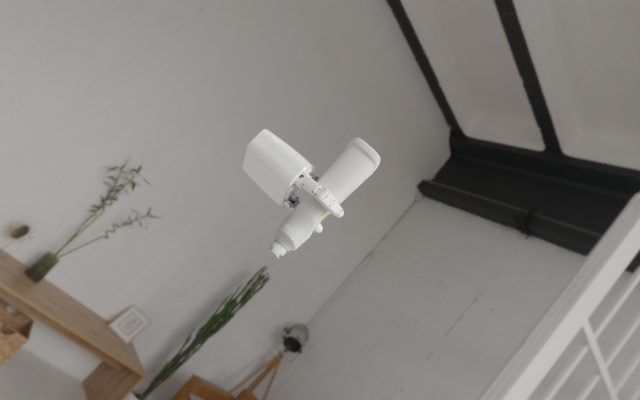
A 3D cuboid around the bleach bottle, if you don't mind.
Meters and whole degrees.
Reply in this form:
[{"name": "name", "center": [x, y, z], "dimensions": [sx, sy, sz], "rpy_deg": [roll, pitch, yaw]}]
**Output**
[{"name": "bleach bottle", "center": [0.000, 0.003, 0.865], "dimensions": [0.068, 0.251, 0.102], "rpy_deg": [42, -13, 7]}]
